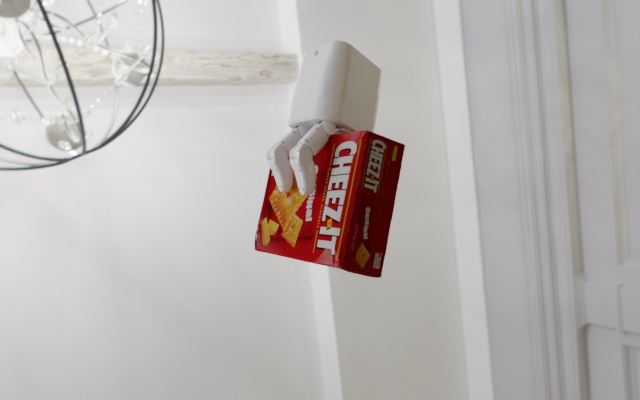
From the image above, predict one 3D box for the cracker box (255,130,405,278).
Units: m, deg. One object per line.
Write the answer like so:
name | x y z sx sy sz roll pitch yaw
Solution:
cracker box | 0.000 0.002 0.631 0.072 0.164 0.213 15 -8 -34
